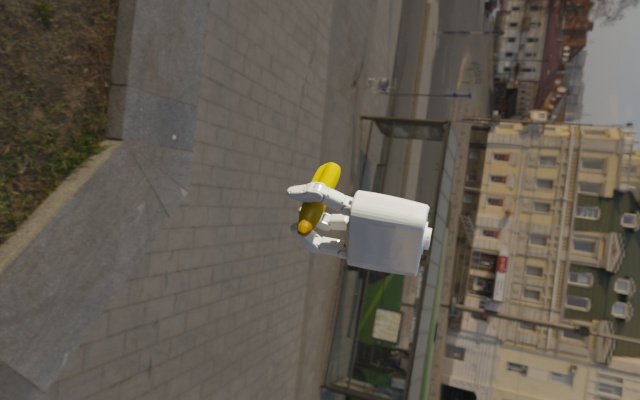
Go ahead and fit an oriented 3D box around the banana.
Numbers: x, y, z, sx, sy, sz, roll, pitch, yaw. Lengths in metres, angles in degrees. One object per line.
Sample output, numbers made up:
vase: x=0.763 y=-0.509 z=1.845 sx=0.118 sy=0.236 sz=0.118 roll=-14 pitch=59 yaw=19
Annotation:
banana: x=0.003 y=-0.015 z=0.759 sx=0.037 sy=0.070 sz=0.197 roll=13 pitch=27 yaw=8
